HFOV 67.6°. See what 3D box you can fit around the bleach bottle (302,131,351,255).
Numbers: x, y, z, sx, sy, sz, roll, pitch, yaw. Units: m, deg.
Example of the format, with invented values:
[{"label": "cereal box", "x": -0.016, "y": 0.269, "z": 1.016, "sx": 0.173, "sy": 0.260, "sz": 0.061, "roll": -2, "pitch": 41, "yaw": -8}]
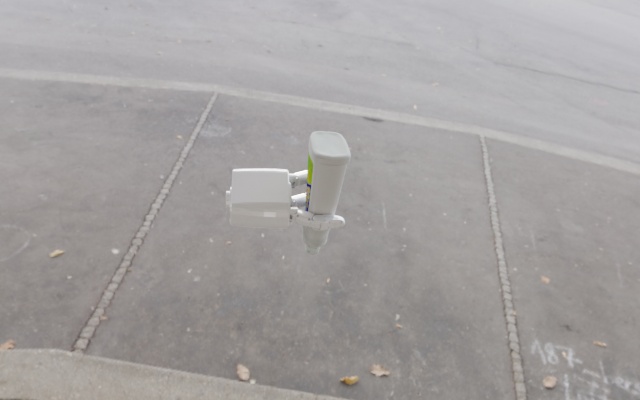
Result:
[{"label": "bleach bottle", "x": 0.000, "y": 0.003, "z": 0.895, "sx": 0.068, "sy": 0.251, "sz": 0.102, "roll": 2, "pitch": 35, "yaw": -10}]
